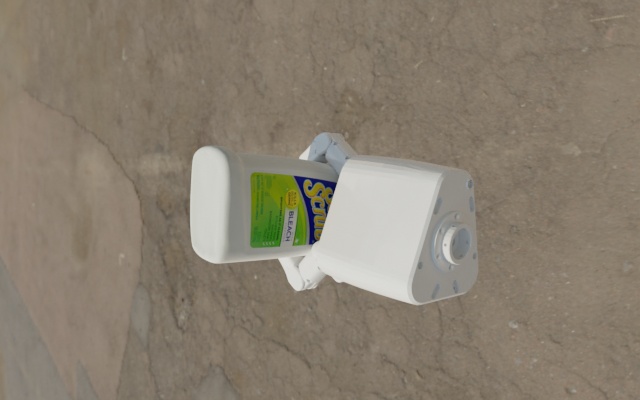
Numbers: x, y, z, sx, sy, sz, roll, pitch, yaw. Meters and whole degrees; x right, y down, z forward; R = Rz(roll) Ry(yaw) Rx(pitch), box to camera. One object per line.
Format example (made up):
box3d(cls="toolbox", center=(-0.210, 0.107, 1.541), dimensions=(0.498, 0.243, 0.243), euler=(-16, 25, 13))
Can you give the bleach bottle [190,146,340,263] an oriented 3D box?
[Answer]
box3d(cls="bleach bottle", center=(0.000, 0.002, 0.479), dimensions=(0.251, 0.102, 0.068), euler=(-2, 9, -39))
